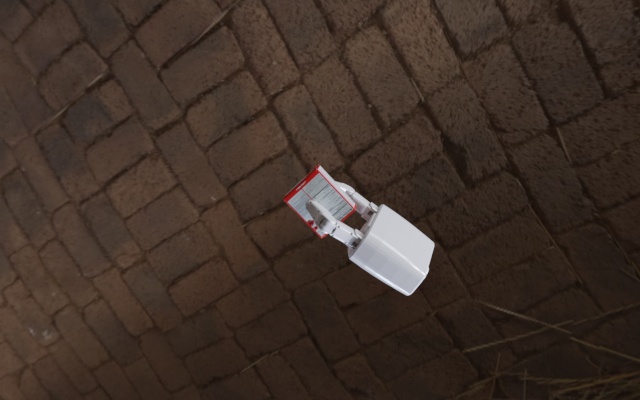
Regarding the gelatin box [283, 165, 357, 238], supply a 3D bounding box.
[{"bbox_3d":[0.000,0.002,0.732,0.073,0.089,0.030,-42,8,18],"label":"gelatin box"}]
